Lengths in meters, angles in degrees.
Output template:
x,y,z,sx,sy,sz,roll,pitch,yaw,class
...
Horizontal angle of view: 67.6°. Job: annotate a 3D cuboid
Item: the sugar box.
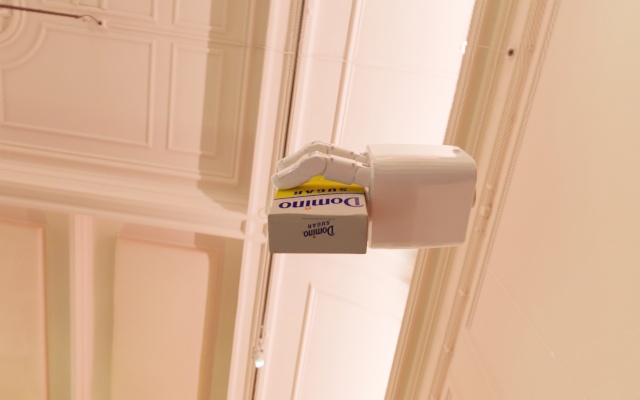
x,y,z,sx,sy,sz,roll,pitch,yaw,class
0.000,0.001,0.512,0.093,0.048,0.176,0,17,1,sugar box
